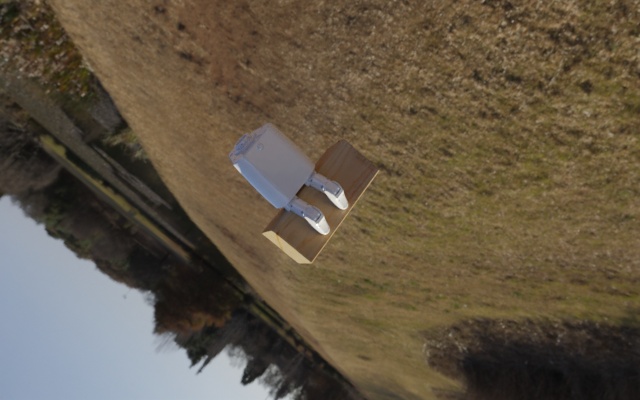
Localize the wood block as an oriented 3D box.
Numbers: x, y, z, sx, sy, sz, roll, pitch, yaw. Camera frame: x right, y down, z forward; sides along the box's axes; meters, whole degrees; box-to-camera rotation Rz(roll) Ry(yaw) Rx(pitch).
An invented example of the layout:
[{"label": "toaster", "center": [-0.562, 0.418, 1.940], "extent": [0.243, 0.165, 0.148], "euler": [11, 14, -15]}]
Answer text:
[{"label": "wood block", "center": [0.000, 0.003, 0.849], "extent": [0.090, 0.206, 0.091], "euler": [40, -16, -10]}]
